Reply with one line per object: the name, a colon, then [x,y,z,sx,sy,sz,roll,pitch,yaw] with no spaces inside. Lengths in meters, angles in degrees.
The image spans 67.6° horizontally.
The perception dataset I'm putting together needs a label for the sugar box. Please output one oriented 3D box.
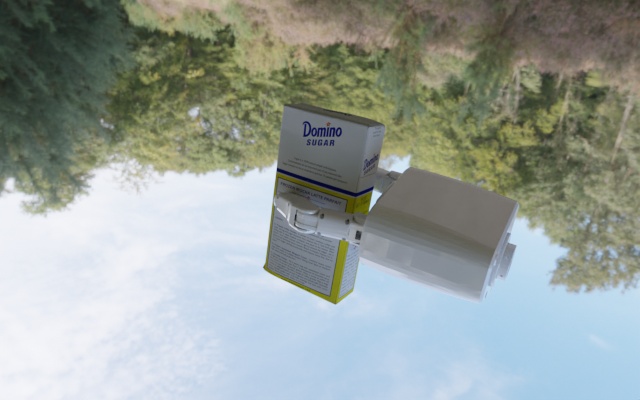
sugar box: [0.000,0.002,0.465,0.093,0.176,0.048,20,19,27]
